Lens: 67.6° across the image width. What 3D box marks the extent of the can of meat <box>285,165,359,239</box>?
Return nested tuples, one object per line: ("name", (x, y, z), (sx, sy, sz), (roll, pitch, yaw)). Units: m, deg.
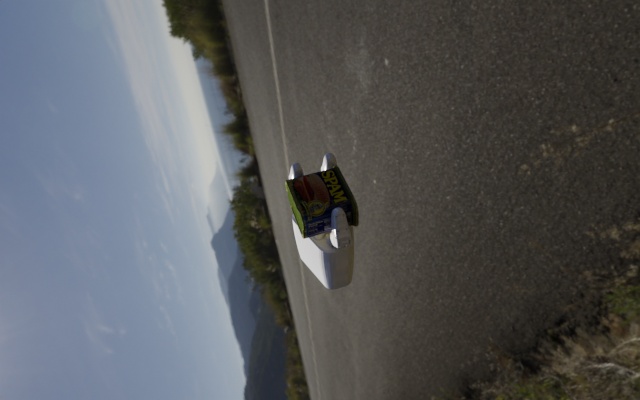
("can of meat", (0.000, 0.002, 0.714), (0.084, 0.102, 0.057), (-15, -42, -10))
